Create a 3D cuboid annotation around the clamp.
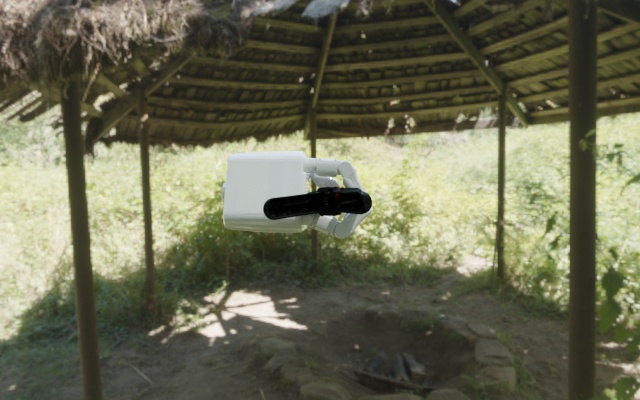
[{"bbox_3d":[0.000,0.001,0.585,0.120,0.039,0.171,1,1,4],"label":"clamp"}]
